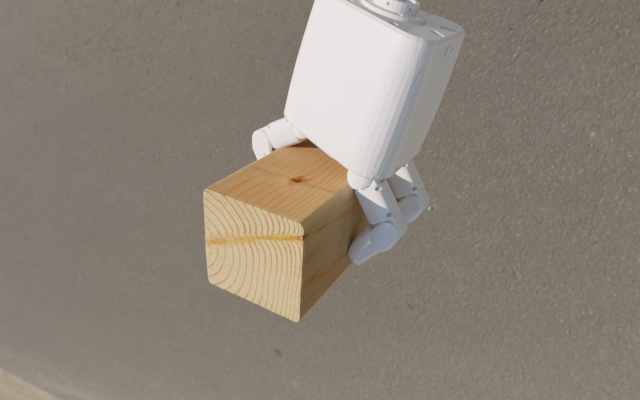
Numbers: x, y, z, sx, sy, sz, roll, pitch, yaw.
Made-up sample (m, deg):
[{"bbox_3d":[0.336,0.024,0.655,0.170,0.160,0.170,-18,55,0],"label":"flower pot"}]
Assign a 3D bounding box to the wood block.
[{"bbox_3d":[0.000,0.001,0.431,0.091,0.090,0.206,19,32,25],"label":"wood block"}]
